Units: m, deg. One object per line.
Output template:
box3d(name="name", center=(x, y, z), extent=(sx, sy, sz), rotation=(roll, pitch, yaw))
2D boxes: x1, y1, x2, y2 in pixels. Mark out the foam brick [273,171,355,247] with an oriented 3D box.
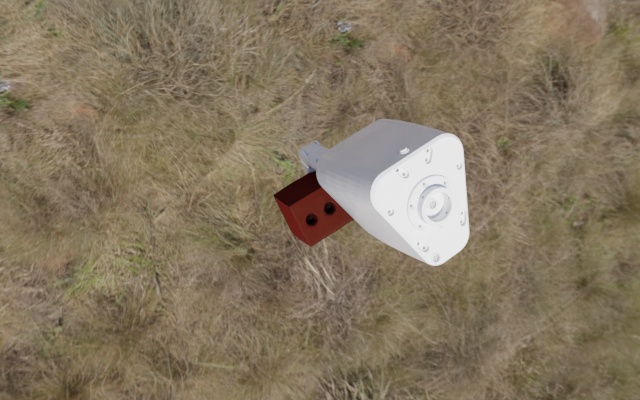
box3d(name="foam brick", center=(0.000, 0.002, 0.502), extent=(0.078, 0.053, 0.051), rotation=(-33, 25, -12))
